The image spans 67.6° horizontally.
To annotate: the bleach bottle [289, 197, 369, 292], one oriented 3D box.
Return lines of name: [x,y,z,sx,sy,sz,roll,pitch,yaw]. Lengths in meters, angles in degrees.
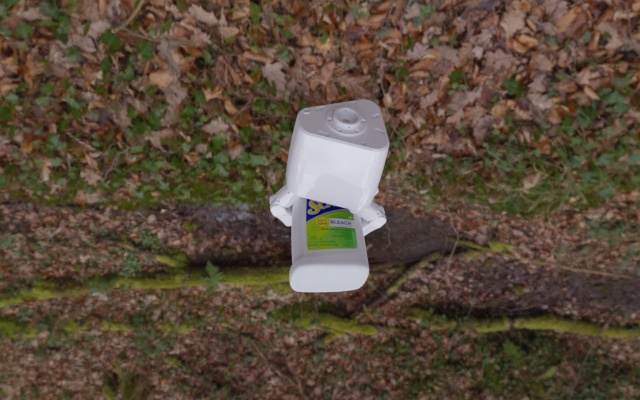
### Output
bleach bottle: [0.000,0.002,0.668,0.102,0.250,0.068,1,-40,-11]
